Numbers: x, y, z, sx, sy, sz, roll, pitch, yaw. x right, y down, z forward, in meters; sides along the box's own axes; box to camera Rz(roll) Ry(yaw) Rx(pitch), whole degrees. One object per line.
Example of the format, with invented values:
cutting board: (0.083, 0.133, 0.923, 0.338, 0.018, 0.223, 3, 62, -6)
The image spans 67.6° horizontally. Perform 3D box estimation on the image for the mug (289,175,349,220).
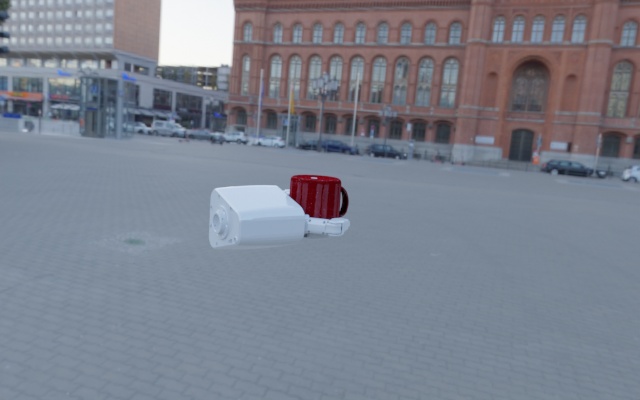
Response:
mug: (0.001, 0.002, 0.770, 0.117, 0.081, 0.093, -2, 10, -37)
